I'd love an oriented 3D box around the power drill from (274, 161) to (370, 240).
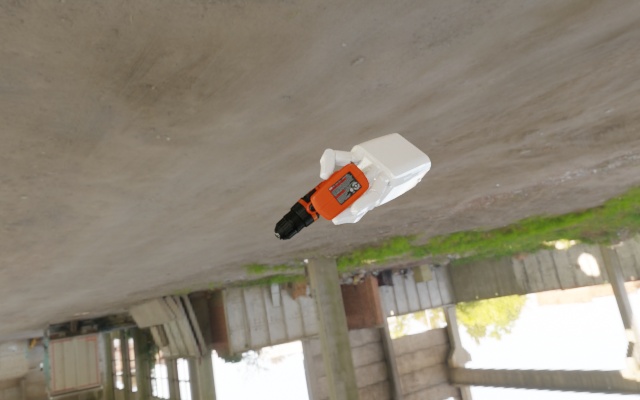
[{"bbox_3d":[0.000,0.003,0.865,0.184,0.057,0.187,-43,7,-14],"label":"power drill"}]
